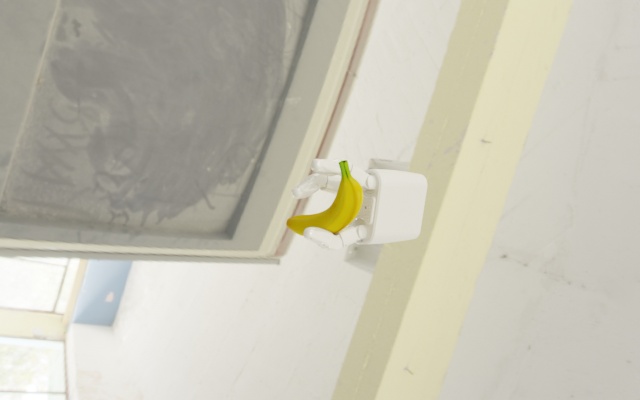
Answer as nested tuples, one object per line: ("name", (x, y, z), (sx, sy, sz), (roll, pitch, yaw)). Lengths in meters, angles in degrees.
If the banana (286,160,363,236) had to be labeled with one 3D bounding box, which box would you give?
("banana", (0.010, 0.017, 0.691), (0.037, 0.069, 0.198), (-17, -18, -36))
